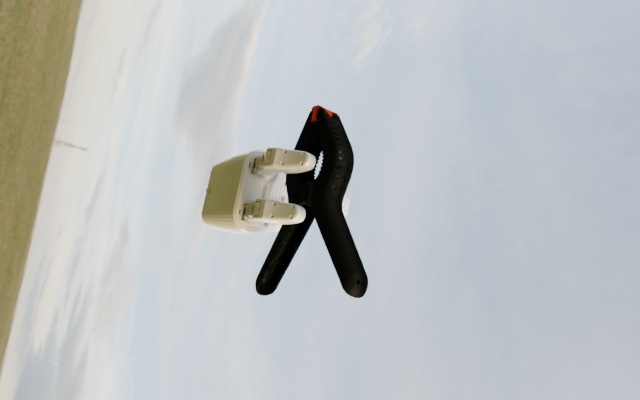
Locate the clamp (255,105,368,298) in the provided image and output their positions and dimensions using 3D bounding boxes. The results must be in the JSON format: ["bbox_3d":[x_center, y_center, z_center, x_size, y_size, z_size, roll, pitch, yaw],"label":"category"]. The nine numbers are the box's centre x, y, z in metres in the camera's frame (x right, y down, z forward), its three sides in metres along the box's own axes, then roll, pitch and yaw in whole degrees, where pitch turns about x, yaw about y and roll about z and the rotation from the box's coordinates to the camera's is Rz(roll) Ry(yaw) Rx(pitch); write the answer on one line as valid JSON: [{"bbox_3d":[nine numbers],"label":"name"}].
[{"bbox_3d":[0.001,0.001,0.487,0.036,0.210,0.164,18,-12,-37],"label":"clamp"}]
